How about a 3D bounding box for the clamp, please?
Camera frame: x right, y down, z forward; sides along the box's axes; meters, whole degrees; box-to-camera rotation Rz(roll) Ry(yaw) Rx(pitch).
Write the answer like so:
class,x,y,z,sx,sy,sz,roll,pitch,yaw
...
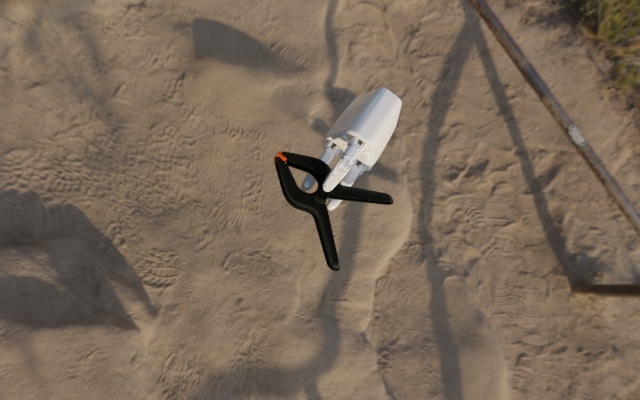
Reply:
class,x,y,z,sx,sy,sz,roll,pitch,yaw
clamp,0.000,0.002,0.789,0.210,0.164,0.036,36,-20,-4
